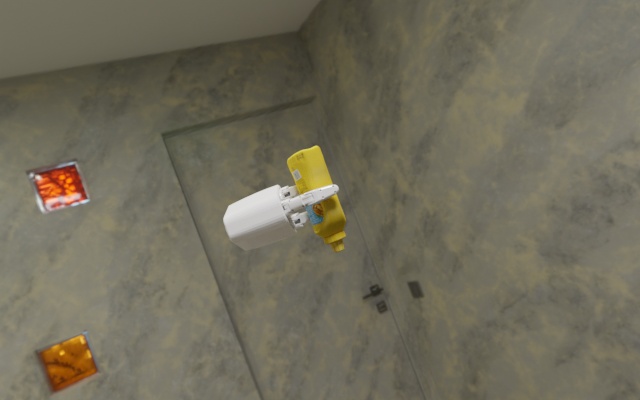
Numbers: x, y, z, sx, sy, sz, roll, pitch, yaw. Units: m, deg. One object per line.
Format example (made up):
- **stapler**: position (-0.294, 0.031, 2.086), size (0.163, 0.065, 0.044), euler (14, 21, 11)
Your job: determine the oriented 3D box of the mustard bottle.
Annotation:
- **mustard bottle**: position (0.000, 0.002, 0.869), size (0.058, 0.191, 0.096), euler (-20, -2, -24)
